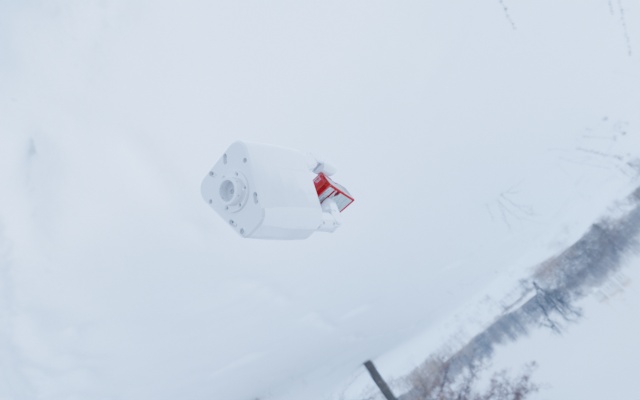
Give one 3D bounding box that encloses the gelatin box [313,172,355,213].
[{"bbox_3d":[0.001,0.003,0.710,0.073,0.030,0.089,-42,-30,12],"label":"gelatin box"}]
